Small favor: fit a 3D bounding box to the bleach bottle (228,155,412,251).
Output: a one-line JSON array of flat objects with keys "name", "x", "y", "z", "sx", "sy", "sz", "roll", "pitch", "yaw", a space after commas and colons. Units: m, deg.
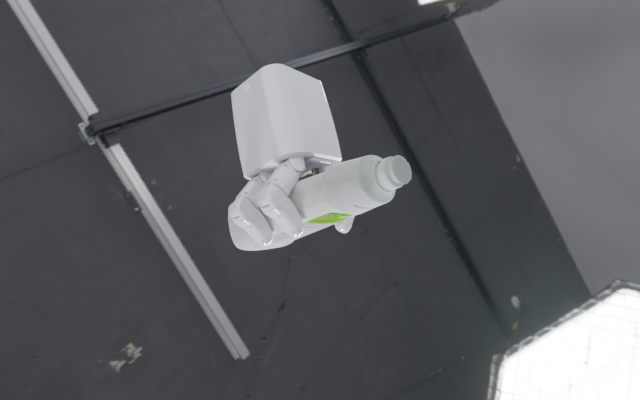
[{"name": "bleach bottle", "x": 0.000, "y": 0.002, "z": 0.538, "sx": 0.102, "sy": 0.068, "sz": 0.251, "roll": -6, "pitch": -11, "yaw": -43}]
